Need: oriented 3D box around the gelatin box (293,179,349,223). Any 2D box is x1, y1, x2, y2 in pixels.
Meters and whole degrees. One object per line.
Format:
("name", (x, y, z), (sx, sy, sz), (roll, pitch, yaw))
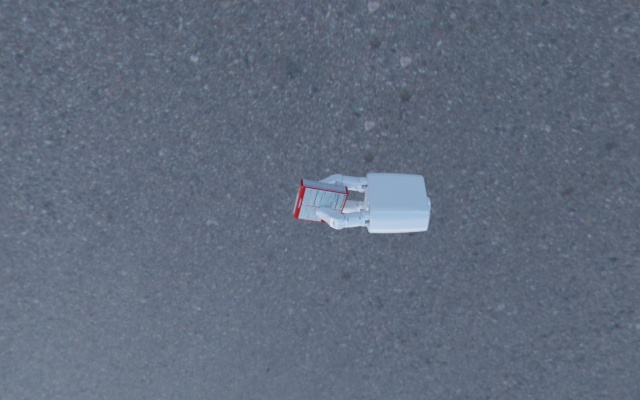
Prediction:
("gelatin box", (0.000, 0.003, 0.882), (0.089, 0.073, 0.030), (8, 34, -11))
